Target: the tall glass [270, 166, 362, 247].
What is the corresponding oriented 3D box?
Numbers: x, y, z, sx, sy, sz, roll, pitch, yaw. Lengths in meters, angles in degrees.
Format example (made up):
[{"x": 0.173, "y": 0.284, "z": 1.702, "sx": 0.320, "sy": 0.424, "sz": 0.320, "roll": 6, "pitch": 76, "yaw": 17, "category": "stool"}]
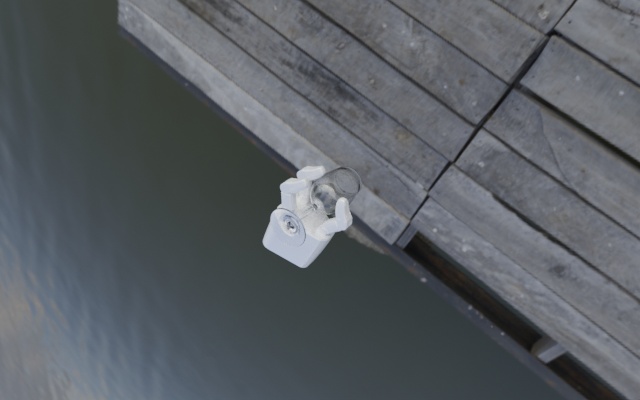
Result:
[{"x": 0.000, "y": 0.003, "z": 0.871, "sx": 0.079, "sy": 0.079, "sz": 0.201, "roll": 0, "pitch": 26, "yaw": 39, "category": "tall glass"}]
